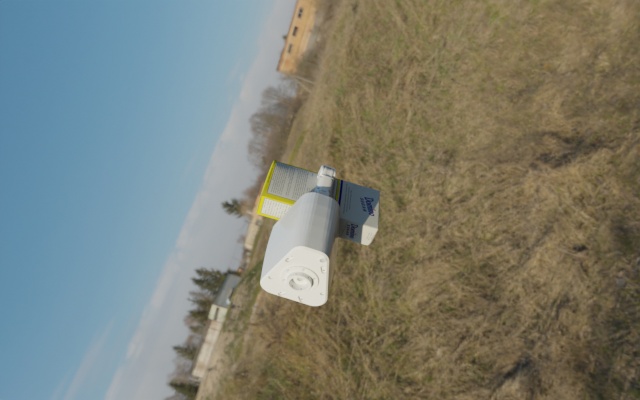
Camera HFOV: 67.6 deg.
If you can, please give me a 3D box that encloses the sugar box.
[{"bbox_3d":[0.000,0.003,0.721,0.176,0.048,0.093,19,40,-6],"label":"sugar box"}]
